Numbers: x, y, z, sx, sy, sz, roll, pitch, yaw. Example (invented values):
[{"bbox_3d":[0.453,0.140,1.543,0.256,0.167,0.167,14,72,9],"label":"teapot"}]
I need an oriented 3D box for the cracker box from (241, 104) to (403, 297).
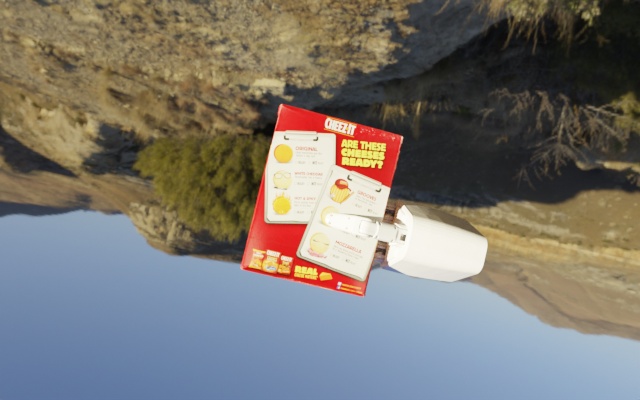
[{"bbox_3d":[0.000,0.002,0.629,0.164,0.213,0.072,14,-2,-8],"label":"cracker box"}]
